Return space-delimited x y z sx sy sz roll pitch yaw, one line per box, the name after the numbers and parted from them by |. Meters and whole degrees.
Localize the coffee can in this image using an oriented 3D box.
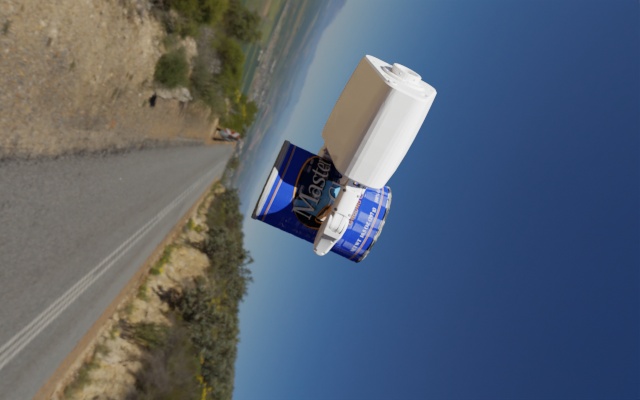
0.000 0.002 0.581 0.140 0.103 0.103 24 -3 -8 | coffee can
